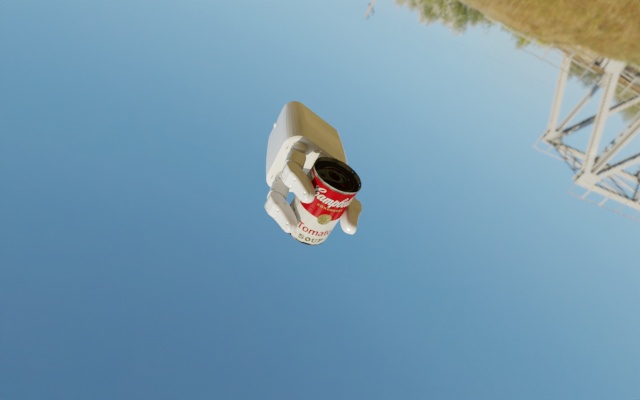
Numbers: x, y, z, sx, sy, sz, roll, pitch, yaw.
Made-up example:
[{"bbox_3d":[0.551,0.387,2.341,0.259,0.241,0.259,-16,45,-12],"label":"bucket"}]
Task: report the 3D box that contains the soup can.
[{"bbox_3d":[0.000,0.003,0.631,0.068,0.068,0.102,0,-44,-38],"label":"soup can"}]
